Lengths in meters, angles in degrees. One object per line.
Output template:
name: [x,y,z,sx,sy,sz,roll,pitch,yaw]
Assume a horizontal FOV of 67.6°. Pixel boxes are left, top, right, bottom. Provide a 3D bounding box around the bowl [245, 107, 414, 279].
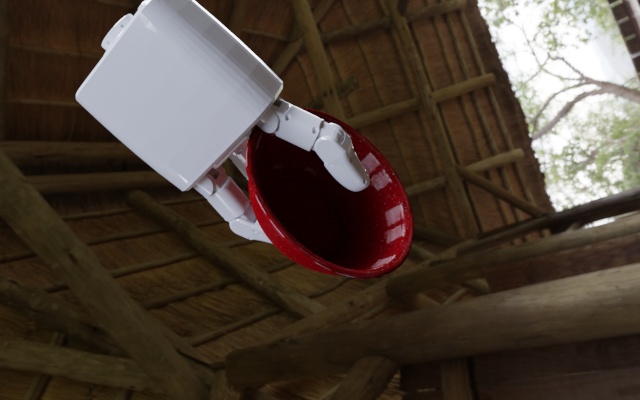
bowl: [0.001,0.002,0.401,0.162,0.162,0.055,0,-32,-39]
